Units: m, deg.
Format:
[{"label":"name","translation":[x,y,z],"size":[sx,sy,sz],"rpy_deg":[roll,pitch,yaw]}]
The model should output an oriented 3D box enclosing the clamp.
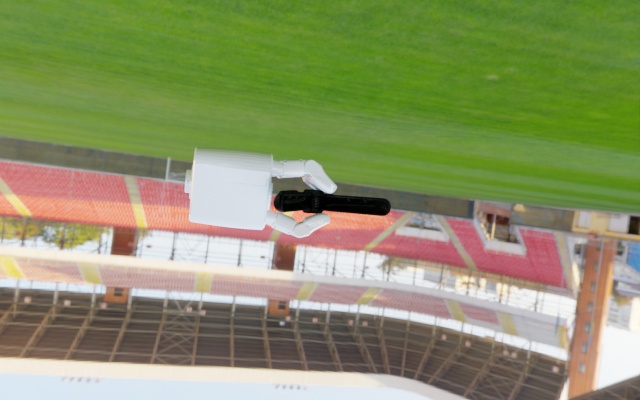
[{"label":"clamp","translation":[0.000,0.003,0.719],"size":[0.164,0.036,0.210],"rpy_deg":[4,2,-13]}]
